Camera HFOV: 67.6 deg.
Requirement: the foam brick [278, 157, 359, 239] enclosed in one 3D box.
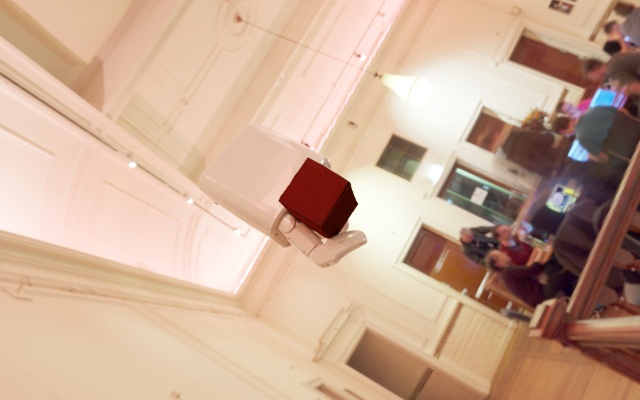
[{"bbox_3d":[0.000,0.001,0.477,0.051,0.053,0.078,33,-8,17],"label":"foam brick"}]
